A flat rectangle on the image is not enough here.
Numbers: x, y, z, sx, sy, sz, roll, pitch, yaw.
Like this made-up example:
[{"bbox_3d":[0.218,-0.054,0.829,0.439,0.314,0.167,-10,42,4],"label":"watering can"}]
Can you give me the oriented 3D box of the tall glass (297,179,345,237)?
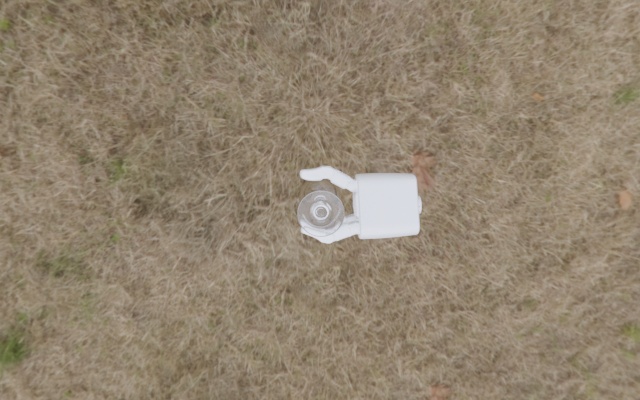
[{"bbox_3d":[0.000,0.003,0.845,0.079,0.079,0.201,0,11,-1],"label":"tall glass"}]
